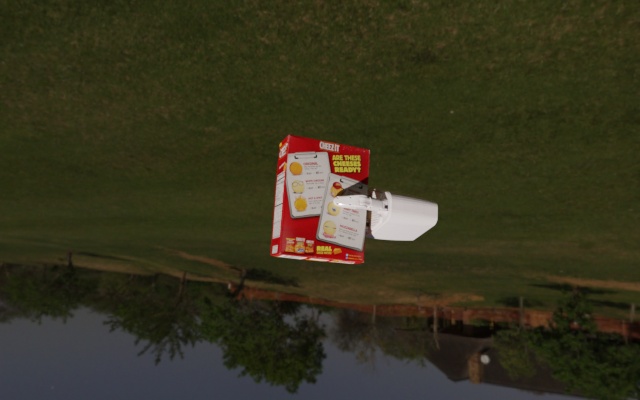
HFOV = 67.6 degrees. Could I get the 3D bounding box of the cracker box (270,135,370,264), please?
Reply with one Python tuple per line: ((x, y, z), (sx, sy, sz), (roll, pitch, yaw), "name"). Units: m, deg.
((0.000, 0.003, 0.876), (0.164, 0.213, 0.072), (8, -12, -22), "cracker box")
